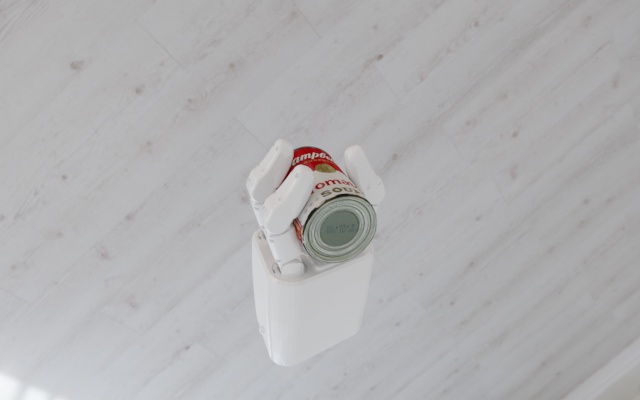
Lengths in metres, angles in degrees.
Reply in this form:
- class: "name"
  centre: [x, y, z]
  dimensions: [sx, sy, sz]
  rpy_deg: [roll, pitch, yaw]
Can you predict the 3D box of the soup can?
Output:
- class: "soup can"
  centre: [0.000, 0.001, 0.431]
  dimensions: [0.068, 0.068, 0.102]
  rpy_deg: [0, 28, -22]
